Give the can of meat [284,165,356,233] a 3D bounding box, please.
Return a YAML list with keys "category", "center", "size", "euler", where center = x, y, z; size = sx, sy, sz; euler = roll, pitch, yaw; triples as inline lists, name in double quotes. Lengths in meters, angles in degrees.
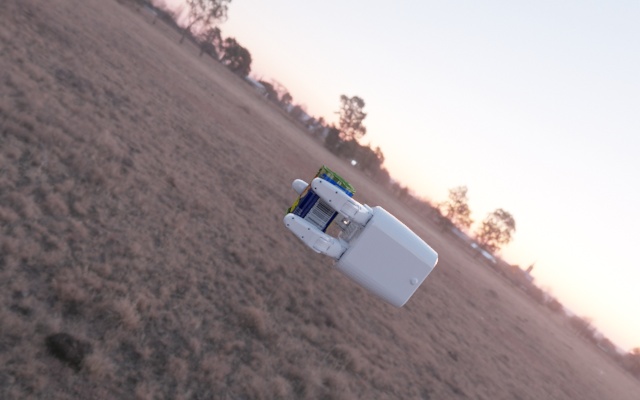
- category: "can of meat"
  center: [0.000, 0.002, 0.636]
  size: [0.057, 0.084, 0.102]
  euler: [37, 6, -6]
